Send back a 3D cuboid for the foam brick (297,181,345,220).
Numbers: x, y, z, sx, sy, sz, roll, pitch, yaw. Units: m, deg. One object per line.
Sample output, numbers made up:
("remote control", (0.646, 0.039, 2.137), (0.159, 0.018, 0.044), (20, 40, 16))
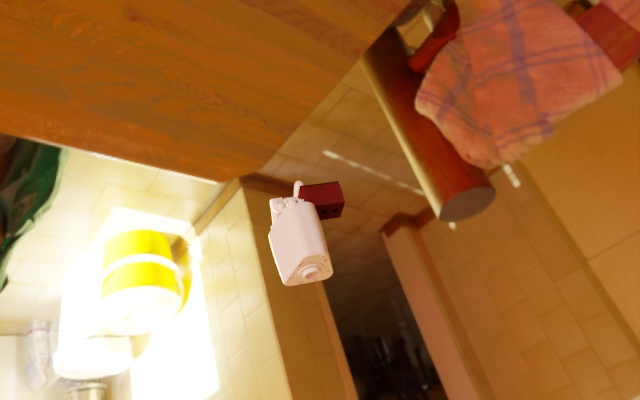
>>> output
("foam brick", (0.000, 0.003, 0.897), (0.078, 0.051, 0.053), (-8, -36, -17))
